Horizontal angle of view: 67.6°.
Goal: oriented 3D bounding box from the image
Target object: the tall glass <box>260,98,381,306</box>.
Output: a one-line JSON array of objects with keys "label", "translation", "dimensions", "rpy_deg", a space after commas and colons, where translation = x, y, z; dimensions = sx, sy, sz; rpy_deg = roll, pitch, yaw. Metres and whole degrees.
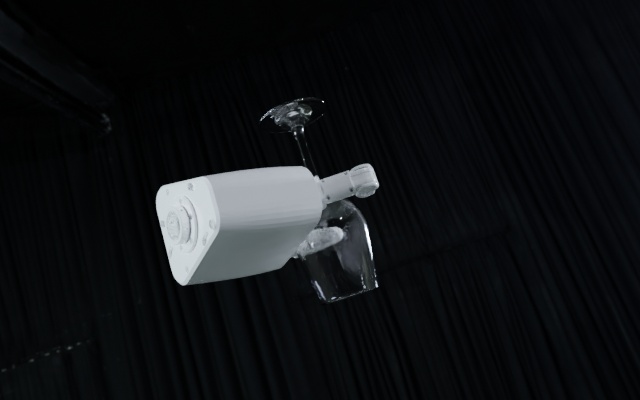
[{"label": "tall glass", "translation": [0.000, 0.001, 0.489], "dimensions": [0.079, 0.201, 0.079], "rpy_deg": [-17, -12, -4]}]
